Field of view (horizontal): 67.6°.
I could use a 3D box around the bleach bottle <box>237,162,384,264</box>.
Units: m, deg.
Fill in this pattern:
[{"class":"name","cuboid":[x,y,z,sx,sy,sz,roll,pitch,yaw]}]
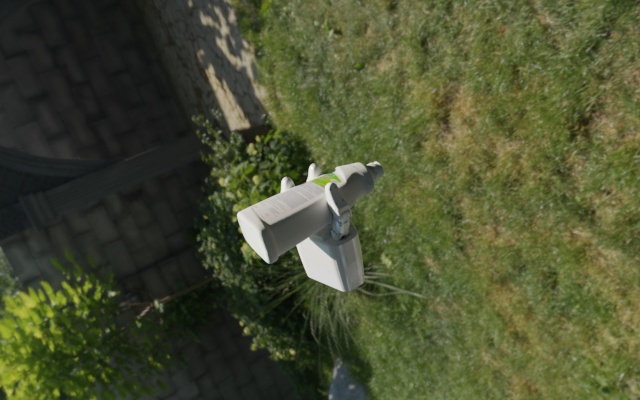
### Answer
[{"class":"bleach bottle","cuboid":[0.000,0.002,0.762,0.251,0.068,0.102,-27,33,-21]}]
